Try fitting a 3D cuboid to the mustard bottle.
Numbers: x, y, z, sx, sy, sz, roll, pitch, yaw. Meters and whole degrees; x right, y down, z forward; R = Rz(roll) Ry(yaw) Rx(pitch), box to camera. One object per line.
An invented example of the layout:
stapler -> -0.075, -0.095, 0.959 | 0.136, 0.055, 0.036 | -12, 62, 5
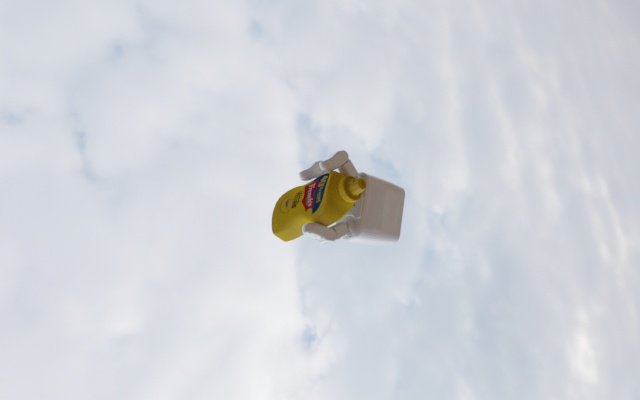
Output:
mustard bottle -> 0.000, 0.002, 0.778 | 0.058, 0.096, 0.192 | 38, -39, -27
